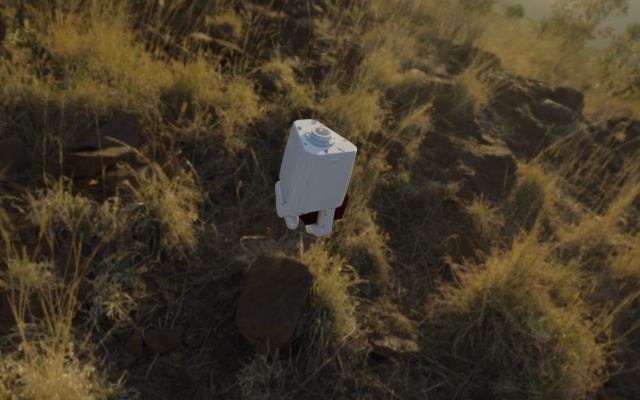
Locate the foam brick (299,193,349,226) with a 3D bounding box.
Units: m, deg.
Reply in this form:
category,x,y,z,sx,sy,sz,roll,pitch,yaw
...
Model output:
category,x,y,z,sx,sy,sz,roll,pitch,yaw
foam brick,0.000,0.003,0.821,0.078,0.051,0.053,-9,42,-32
